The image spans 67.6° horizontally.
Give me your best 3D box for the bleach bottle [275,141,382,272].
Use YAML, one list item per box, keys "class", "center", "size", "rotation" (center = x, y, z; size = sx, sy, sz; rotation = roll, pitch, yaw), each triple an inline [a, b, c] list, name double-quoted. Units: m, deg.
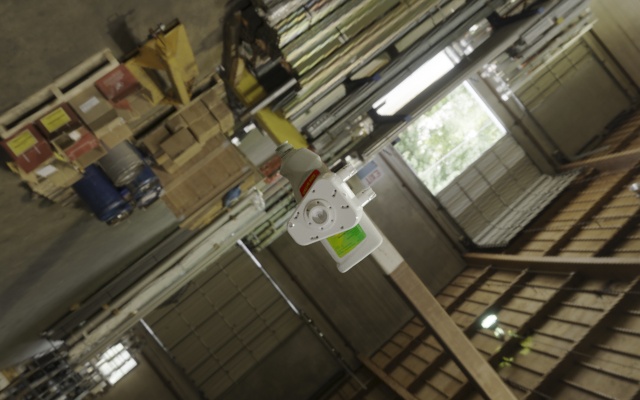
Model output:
- class: "bleach bottle"
  center: [0.000, 0.003, 0.873]
  size: [0.102, 0.251, 0.068]
  rotation: [-39, 0, 9]
